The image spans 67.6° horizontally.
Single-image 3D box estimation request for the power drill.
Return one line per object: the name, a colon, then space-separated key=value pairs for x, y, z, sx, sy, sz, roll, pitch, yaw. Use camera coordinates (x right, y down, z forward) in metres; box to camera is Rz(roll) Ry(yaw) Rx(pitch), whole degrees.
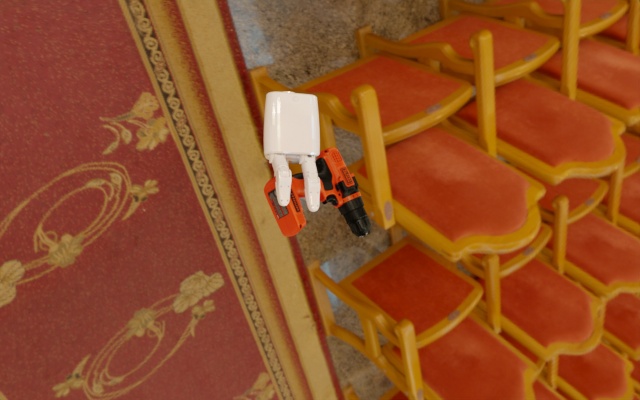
power drill: x=0.000 y=0.003 z=0.874 sx=0.187 sy=0.184 sz=0.057 roll=-20 pitch=-8 yaw=-44
